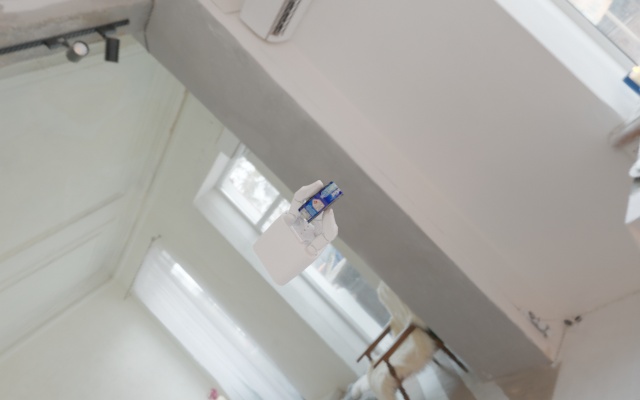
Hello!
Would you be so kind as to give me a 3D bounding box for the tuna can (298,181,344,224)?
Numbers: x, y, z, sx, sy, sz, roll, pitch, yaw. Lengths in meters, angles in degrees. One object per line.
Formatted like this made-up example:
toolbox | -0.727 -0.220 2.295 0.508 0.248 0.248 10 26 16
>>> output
tuna can | 0.000 0.002 0.875 0.086 0.034 0.086 -40 -1 -1
